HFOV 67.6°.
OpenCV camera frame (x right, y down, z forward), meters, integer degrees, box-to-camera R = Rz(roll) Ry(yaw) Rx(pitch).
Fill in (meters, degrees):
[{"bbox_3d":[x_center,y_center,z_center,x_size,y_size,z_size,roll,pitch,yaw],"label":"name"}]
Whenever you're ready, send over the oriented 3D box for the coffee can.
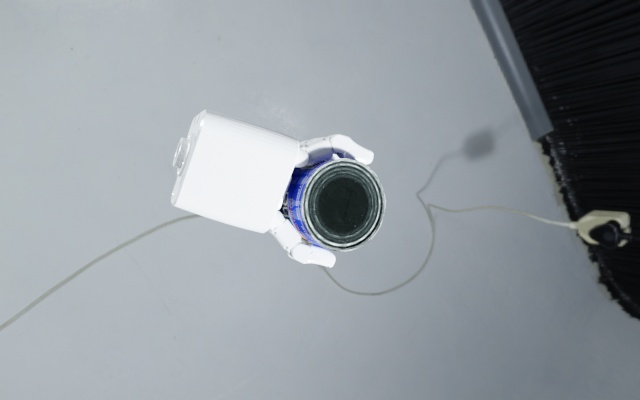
[{"bbox_3d":[0.000,0.002,0.584,0.103,0.103,0.140,0,3,-23],"label":"coffee can"}]
